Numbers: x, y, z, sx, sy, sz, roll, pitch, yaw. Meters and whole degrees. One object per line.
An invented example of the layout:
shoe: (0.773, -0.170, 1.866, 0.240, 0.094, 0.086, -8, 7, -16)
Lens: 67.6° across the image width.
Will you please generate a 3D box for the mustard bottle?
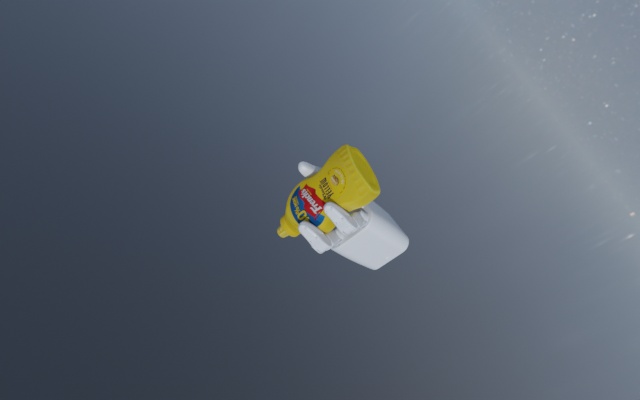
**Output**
mustard bottle: (0.000, 0.002, 0.769, 0.192, 0.096, 0.058, -39, -27, 26)
